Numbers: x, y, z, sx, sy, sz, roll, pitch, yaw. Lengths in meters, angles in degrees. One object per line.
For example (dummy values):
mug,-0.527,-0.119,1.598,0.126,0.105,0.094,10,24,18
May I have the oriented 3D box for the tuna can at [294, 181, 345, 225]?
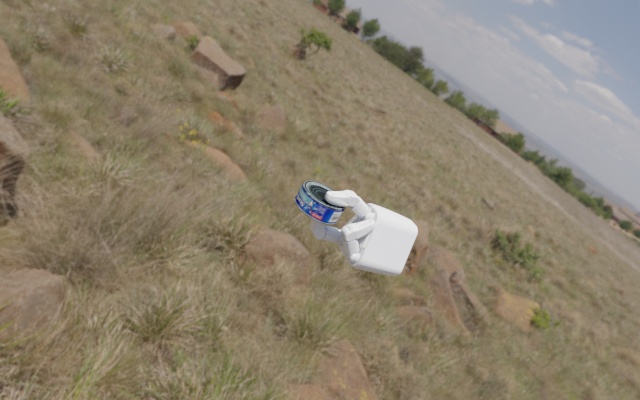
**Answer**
tuna can,0.000,0.002,0.827,0.086,0.034,0.086,26,23,-12
